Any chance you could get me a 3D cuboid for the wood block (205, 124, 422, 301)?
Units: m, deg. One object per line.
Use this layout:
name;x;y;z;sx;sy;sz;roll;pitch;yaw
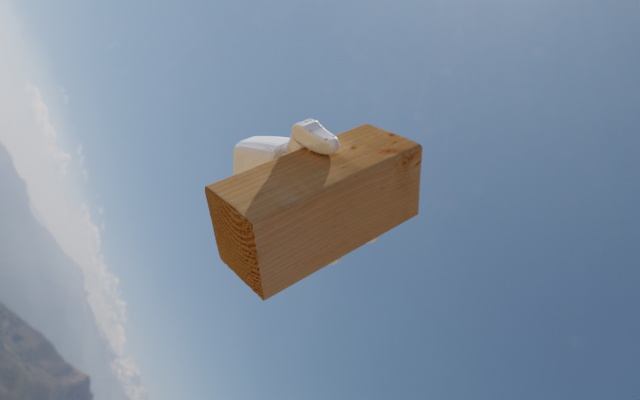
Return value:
wood block;0.000;0.001;0.492;0.206;0.091;0.090;-26;38;-30
